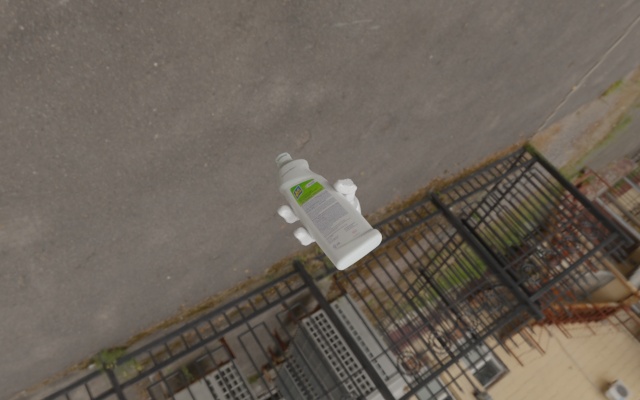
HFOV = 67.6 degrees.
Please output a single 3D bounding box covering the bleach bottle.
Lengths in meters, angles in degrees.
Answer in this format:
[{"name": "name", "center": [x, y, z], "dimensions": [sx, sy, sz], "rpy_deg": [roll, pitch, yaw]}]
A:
[{"name": "bleach bottle", "center": [0.000, 0.003, 0.896], "dimensions": [0.102, 0.250, 0.068], "rpy_deg": [-34, -23, -6]}]
